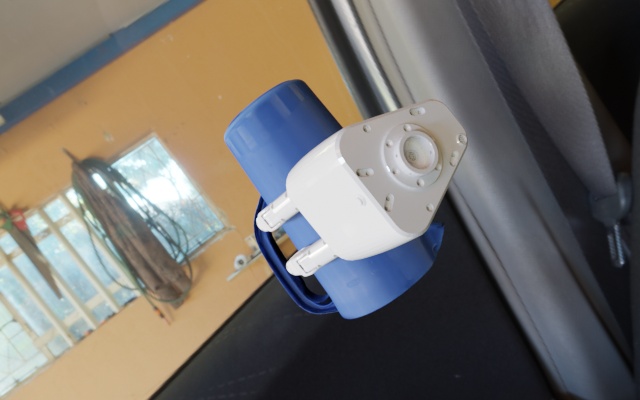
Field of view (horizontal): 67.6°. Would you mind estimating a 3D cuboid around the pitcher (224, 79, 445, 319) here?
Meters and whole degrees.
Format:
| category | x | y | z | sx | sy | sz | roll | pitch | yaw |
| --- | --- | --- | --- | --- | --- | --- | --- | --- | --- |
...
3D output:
| category | x | y | z | sx | sy | sz | roll | pitch | yaw |
| --- | --- | --- | --- | --- | --- | --- | --- | --- | --- |
| pitcher | 0.000 | 0.002 | 0.520 | 0.149 | 0.243 | 0.145 | -38 | 3 | -25 |
